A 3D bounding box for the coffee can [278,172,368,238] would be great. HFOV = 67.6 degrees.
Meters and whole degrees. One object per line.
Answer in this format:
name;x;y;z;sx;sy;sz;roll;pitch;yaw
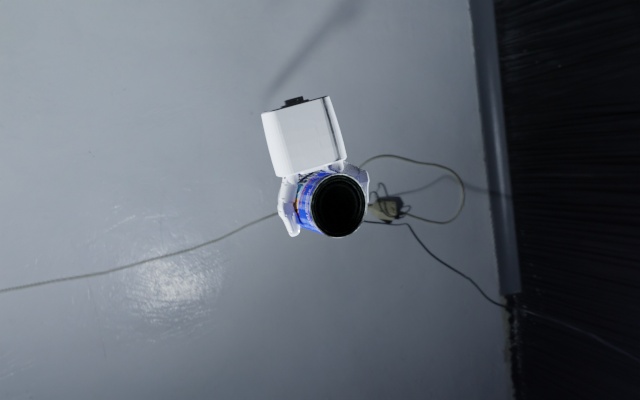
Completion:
coffee can;0.000;0.003;0.806;0.103;0.103;0.140;0;5;-25
